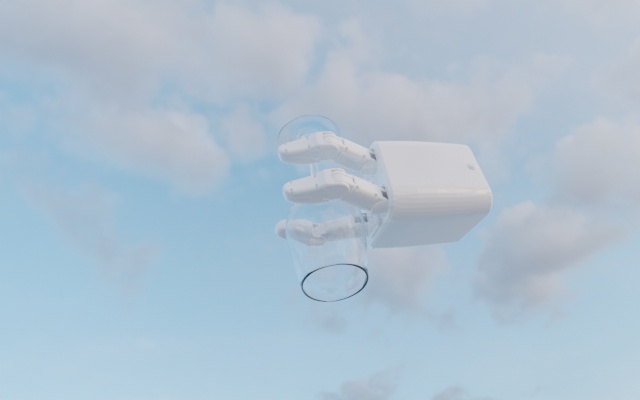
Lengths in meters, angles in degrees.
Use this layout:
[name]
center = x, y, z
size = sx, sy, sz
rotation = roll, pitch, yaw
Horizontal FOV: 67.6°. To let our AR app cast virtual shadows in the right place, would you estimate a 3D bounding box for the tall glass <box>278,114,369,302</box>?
[tall glass]
center = 0.000, 0.001, 0.493
size = 0.079, 0.200, 0.079
rotation = -5, -42, -5
